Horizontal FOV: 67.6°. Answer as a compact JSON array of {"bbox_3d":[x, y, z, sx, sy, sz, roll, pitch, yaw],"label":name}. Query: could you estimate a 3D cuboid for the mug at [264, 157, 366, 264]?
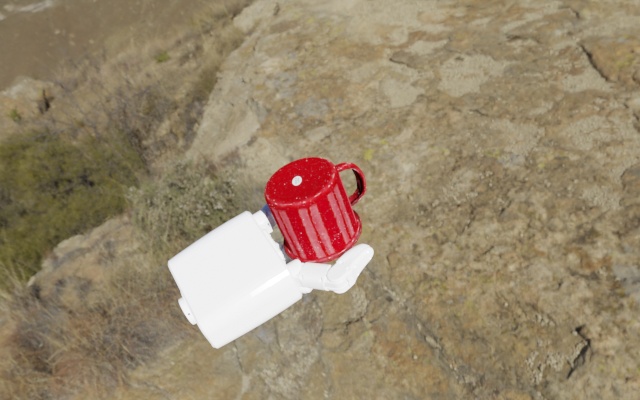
[{"bbox_3d":[0.001,0.001,0.516,0.117,0.082,0.093,-32,39,-13],"label":"mug"}]
